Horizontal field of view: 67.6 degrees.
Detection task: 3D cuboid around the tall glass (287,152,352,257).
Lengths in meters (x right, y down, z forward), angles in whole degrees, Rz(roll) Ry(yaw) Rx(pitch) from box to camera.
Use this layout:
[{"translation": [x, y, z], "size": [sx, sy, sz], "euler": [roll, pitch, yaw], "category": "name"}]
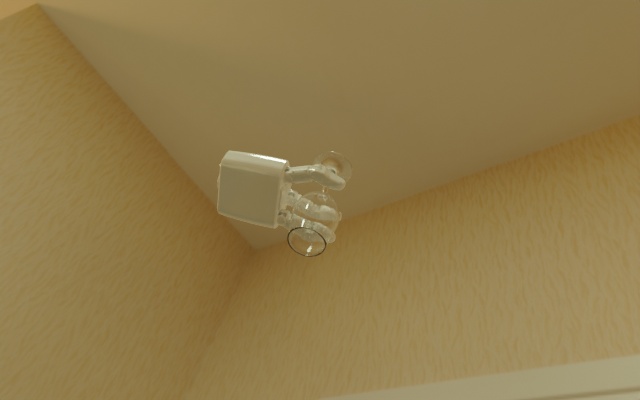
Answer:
[{"translation": [0.000, 0.002, 0.803], "size": [0.079, 0.079, 0.201], "euler": [0, 38, 16], "category": "tall glass"}]
